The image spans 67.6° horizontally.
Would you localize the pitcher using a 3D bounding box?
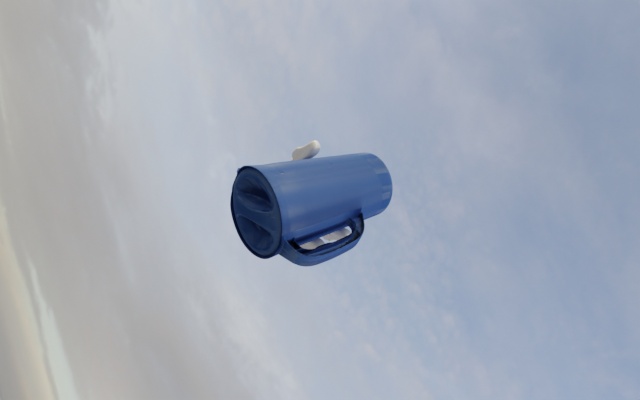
[{"bbox_3d":[0.000,0.002,0.728,0.243,0.149,0.145,-14,7,-37],"label":"pitcher"}]
